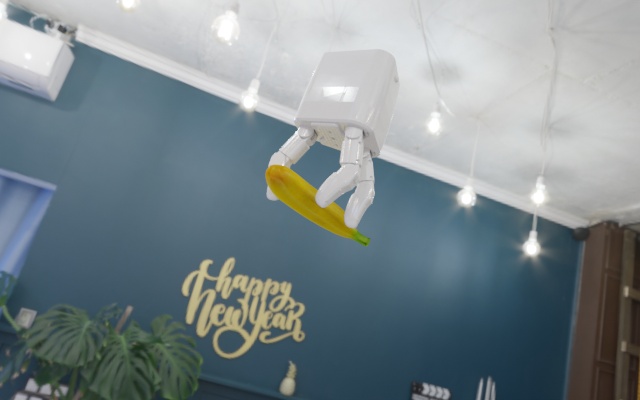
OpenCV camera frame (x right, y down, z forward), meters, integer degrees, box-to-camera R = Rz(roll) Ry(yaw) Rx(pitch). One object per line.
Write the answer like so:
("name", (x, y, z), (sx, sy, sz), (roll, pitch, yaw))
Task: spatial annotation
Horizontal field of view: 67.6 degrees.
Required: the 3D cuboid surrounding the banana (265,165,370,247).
("banana", (-0.011, 0.000, 0.591), (0.069, 0.037, 0.198), (13, -16, 45))
